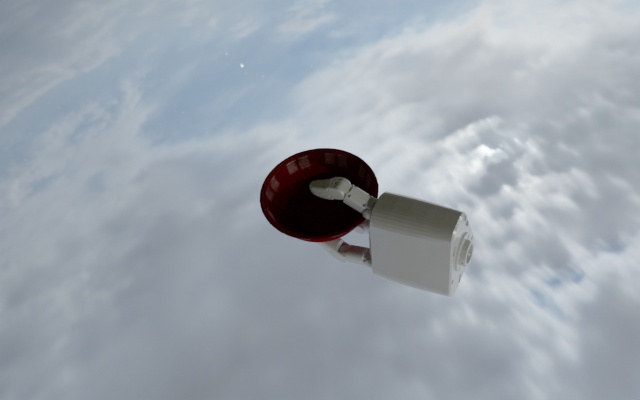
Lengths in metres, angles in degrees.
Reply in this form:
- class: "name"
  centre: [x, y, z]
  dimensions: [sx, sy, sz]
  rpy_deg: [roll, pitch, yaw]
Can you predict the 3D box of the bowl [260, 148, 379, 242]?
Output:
- class: "bowl"
  centre: [-0.001, 0.002, 0.663]
  dimensions: [0.162, 0.162, 0.055]
  rpy_deg: [0, -39, 8]
